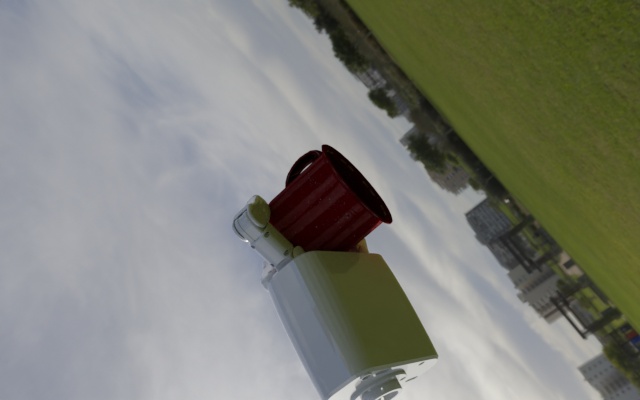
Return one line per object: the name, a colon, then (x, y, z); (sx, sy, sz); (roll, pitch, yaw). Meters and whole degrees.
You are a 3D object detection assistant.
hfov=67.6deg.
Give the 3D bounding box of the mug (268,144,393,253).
mug: (-0.001, 0.001, 0.443); (0.081, 0.117, 0.093); (-41, -38, 15)
